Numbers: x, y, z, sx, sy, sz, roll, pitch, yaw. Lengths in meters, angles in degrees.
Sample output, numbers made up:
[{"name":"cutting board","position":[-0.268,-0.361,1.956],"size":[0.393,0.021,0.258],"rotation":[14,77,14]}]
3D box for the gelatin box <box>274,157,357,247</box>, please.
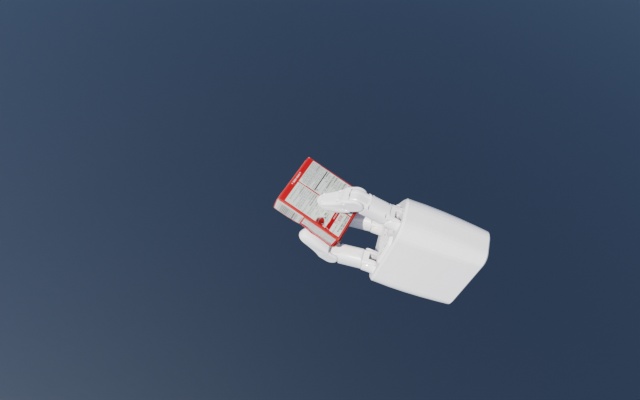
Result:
[{"name":"gelatin box","position":[0.000,0.002,0.578],"size":[0.089,0.073,0.030],"rotation":[34,-30,-1]}]
